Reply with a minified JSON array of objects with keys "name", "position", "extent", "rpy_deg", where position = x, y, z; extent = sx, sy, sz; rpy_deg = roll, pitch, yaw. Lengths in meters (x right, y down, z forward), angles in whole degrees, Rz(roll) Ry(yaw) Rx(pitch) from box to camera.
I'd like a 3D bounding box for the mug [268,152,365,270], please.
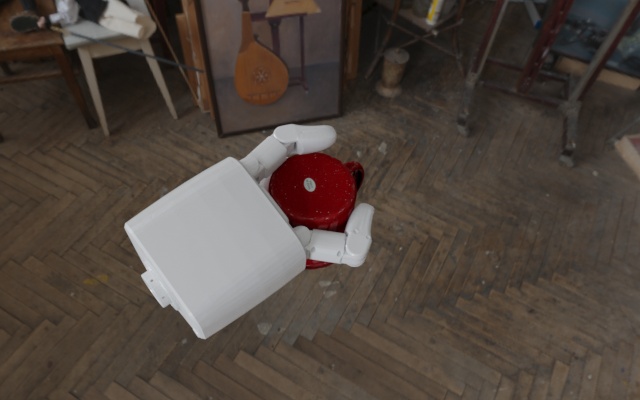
[{"name":"mug","position":[0.001,0.001,0.469],"extent":[0.117,0.093,0.082],"rpy_deg":[-34,-25,-24]}]
